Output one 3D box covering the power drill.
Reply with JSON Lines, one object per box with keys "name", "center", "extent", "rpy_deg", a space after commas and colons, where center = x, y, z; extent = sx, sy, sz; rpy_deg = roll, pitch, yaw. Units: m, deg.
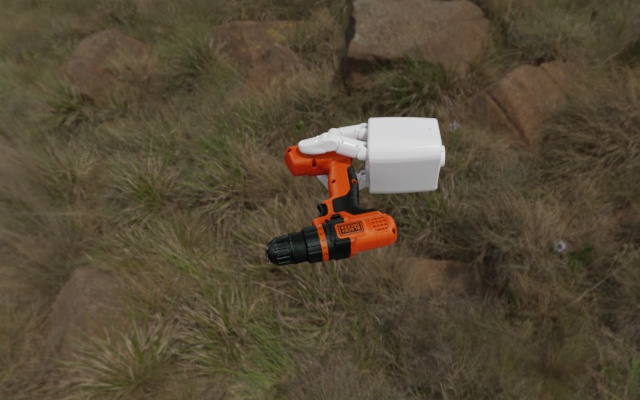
{"name": "power drill", "center": [0.000, 0.002, 0.699], "extent": [0.184, 0.187, 0.057], "rpy_deg": [-10, -32, -9]}
